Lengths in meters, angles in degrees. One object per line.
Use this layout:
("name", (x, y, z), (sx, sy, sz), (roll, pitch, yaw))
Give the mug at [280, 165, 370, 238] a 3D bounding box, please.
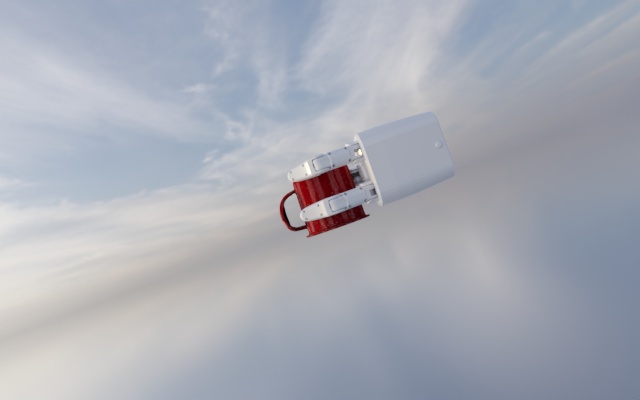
("mug", (-0.001, 0.002, 0.661), (0.117, 0.081, 0.093), (-19, -2, -4))
